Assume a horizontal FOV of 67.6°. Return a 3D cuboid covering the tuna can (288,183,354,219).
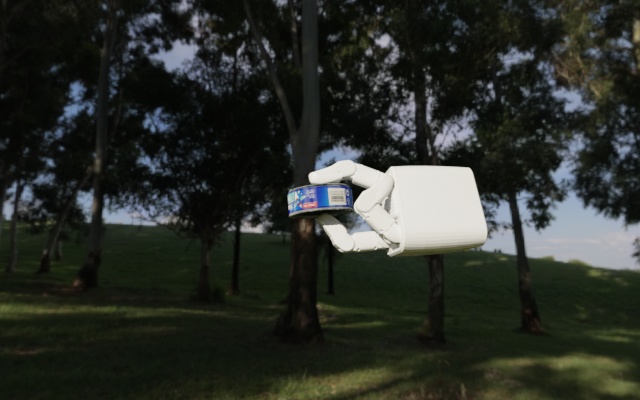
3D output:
[{"bbox_3d":[0.000,0.001,0.624,0.086,0.033,0.086,-5,-8,-1],"label":"tuna can"}]
